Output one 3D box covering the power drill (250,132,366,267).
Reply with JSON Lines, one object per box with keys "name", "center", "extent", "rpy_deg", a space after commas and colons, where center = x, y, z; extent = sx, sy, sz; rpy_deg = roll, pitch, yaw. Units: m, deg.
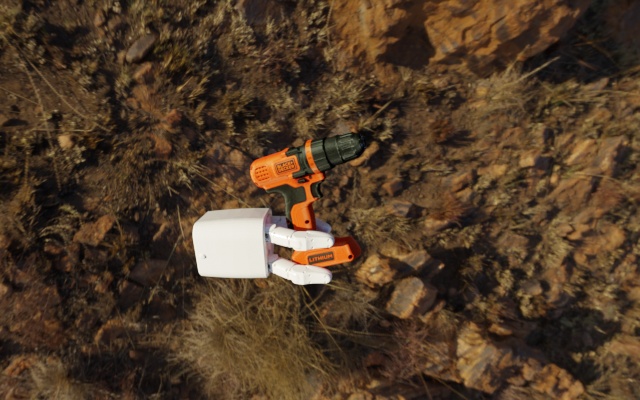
{"name": "power drill", "center": [0.000, 0.003, 0.720], "extent": [0.184, 0.187, 0.057], "rpy_deg": [-15, 5, 22]}
